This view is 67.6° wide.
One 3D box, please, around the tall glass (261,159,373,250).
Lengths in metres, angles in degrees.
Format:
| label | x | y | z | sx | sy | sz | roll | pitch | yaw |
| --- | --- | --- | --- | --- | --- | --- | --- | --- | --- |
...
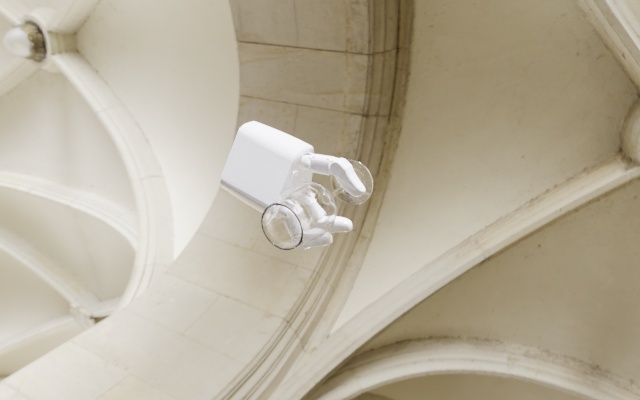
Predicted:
| label | x | y | z | sx | sy | sz | roll | pitch | yaw |
| --- | --- | --- | --- | --- | --- | --- | --- | --- | --- |
| tall glass | 0.001 | 0.002 | 0.669 | 0.079 | 0.079 | 0.201 | 0 | 18 | 31 |
